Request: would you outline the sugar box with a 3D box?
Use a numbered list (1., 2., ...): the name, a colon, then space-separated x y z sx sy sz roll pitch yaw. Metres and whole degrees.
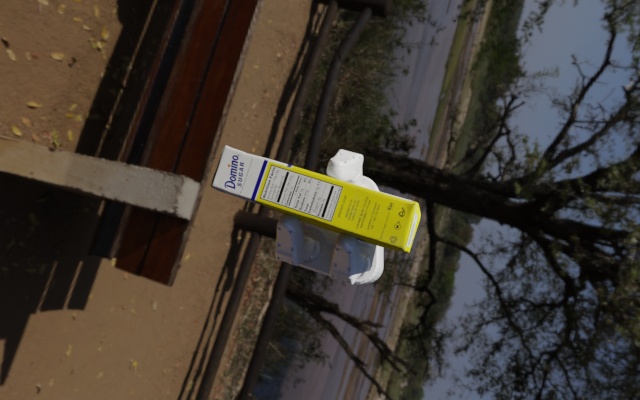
1. sugar box: 0.000 0.002 0.436 0.176 0.048 0.093 15 -4 15
